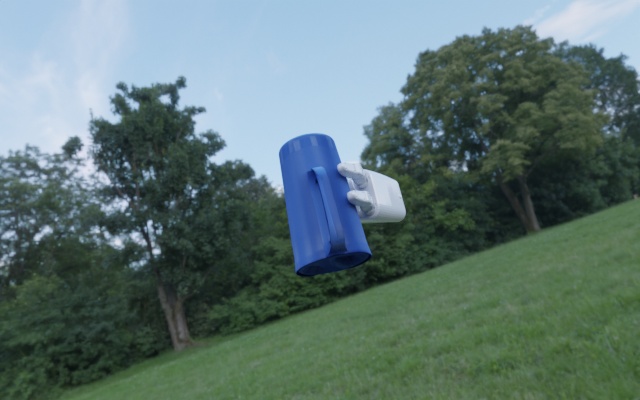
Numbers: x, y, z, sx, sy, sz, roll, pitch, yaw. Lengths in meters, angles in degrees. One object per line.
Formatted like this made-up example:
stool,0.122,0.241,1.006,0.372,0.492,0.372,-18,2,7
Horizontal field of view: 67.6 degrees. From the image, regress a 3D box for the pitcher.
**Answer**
pitcher,0.000,0.003,0.845,0.149,0.242,0.145,-28,-24,35
